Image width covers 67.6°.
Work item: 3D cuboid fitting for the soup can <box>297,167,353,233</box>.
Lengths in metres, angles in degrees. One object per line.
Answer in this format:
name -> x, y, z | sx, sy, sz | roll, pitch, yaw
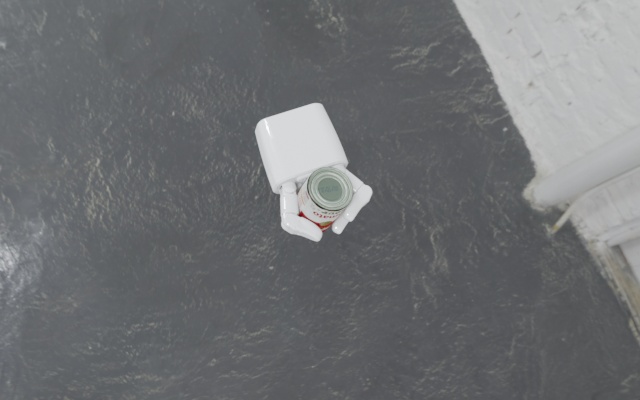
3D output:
soup can -> 0.000, 0.003, 0.691 | 0.068, 0.068, 0.102 | 0, -23, -18
